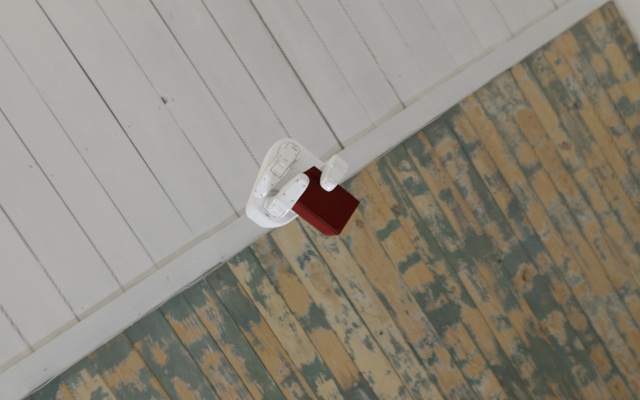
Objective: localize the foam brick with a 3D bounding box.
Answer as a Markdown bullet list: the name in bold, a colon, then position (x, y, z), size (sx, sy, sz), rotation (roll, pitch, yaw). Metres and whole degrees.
- **foam brick**: position (0.000, 0.002, 0.609), size (0.078, 0.053, 0.051), rotation (39, -16, -9)
